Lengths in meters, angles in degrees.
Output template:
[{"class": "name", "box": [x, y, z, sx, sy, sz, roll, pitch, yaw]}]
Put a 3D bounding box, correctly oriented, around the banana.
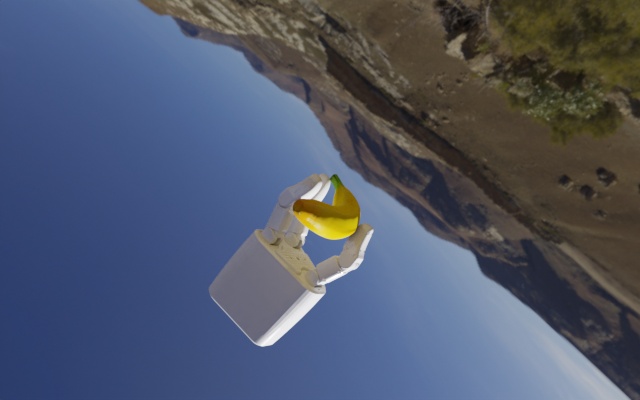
[{"class": "banana", "box": [0.014, 0.014, 0.554, 0.069, 0.037, 0.197, 43, 14, 2]}]
